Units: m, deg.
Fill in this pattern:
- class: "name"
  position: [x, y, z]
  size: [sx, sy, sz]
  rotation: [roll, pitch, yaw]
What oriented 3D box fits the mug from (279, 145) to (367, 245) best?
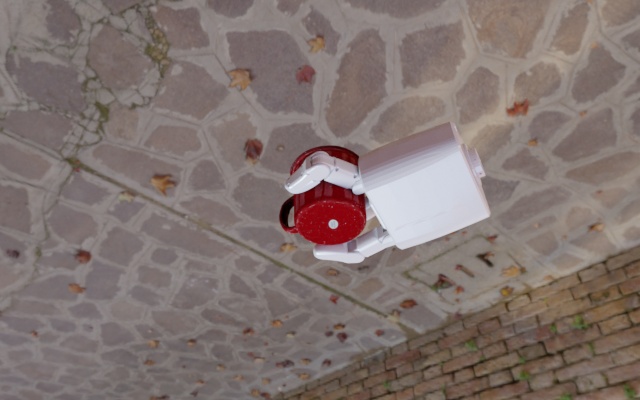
- class: "mug"
  position: [-0.001, 0.002, 0.558]
  size: [0.117, 0.081, 0.093]
  rotation: [-24, -47, 22]
